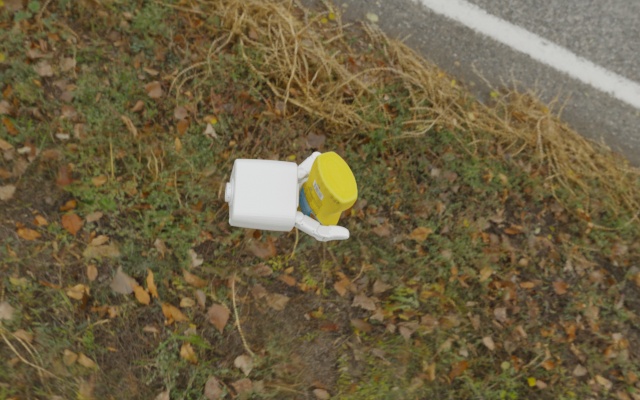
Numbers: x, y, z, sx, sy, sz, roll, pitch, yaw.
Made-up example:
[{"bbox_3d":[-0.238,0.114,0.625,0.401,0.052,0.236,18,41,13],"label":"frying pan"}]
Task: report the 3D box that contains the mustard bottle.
[{"bbox_3d":[0.001,0.003,0.840,0.058,0.096,0.192,-19,-19,-26],"label":"mustard bottle"}]
